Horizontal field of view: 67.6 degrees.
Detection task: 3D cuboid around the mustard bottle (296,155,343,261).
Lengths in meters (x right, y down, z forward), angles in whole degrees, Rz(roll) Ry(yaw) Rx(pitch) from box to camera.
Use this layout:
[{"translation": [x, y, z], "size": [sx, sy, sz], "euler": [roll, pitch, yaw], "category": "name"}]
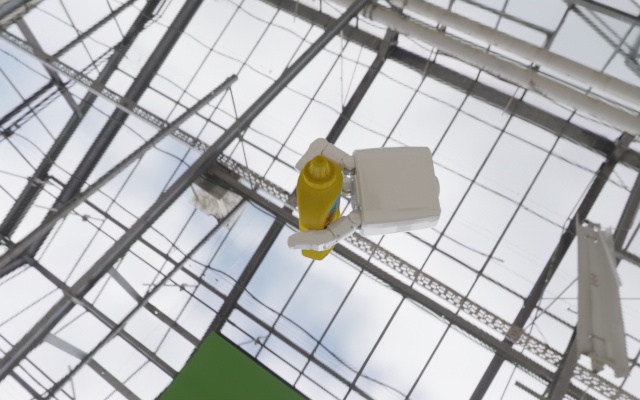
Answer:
[{"translation": [0.000, 0.002, 0.651], "size": [0.058, 0.096, 0.192], "euler": [16, -30, 9], "category": "mustard bottle"}]
